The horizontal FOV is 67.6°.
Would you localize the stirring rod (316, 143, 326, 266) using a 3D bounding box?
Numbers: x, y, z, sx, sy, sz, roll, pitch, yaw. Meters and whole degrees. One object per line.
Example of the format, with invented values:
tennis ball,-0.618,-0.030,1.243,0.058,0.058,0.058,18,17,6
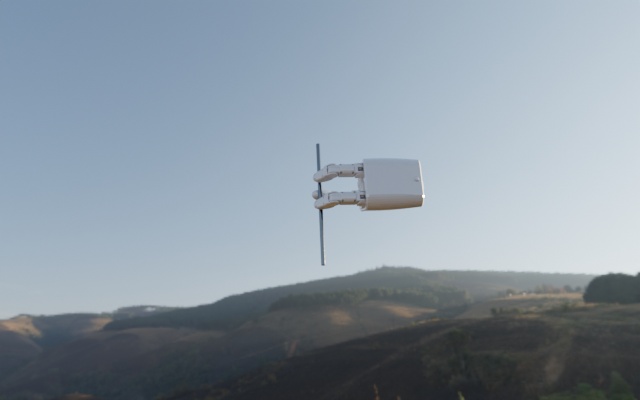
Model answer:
stirring rod,0.000,0.003,0.897,0.011,0.239,0.011,-2,-19,-1
